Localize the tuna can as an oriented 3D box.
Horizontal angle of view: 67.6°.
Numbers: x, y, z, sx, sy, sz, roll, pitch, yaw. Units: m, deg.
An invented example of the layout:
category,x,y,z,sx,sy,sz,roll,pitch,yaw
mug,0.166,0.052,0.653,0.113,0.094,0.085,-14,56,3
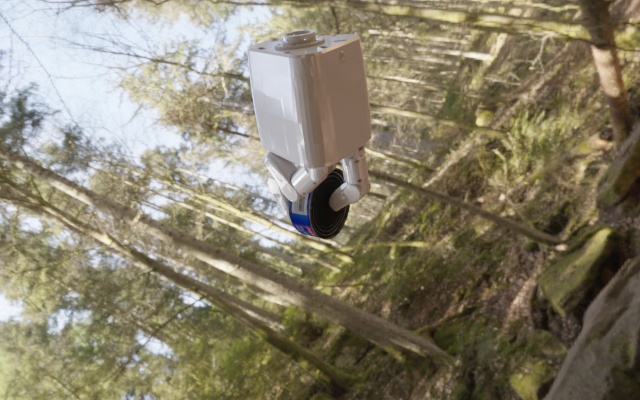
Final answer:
category,x,y,z,sx,sy,sz,roll,pitch,yaw
tuna can,0.000,0.002,0.570,0.034,0.086,0.086,9,5,34
